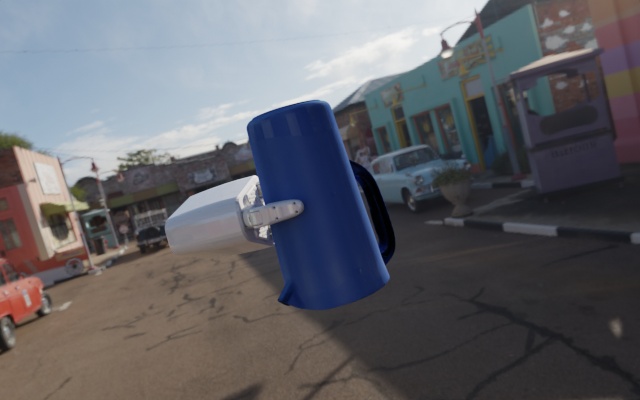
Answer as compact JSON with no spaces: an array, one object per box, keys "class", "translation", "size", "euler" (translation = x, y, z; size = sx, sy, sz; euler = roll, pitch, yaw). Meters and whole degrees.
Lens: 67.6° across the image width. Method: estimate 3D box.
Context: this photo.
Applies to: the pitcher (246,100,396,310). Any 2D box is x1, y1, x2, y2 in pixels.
[{"class":"pitcher","translation":[0.000,0.002,0.603],"size":[0.145,0.243,0.149],"euler":[-15,5,14]}]
